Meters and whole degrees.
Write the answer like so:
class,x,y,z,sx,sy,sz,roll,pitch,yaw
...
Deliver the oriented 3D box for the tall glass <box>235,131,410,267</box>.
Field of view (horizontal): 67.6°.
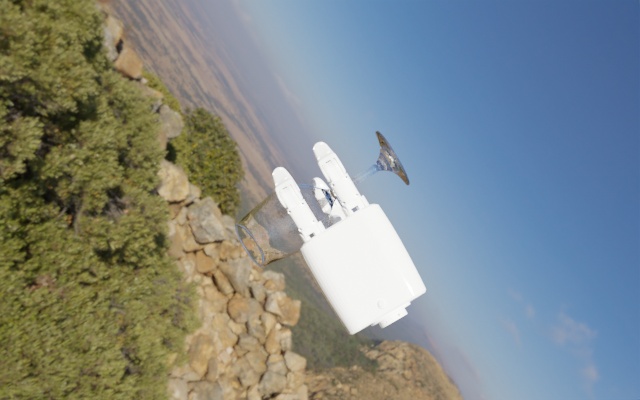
class,x,y,z,sx,sy,sz,roll,pitch,yaw
tall glass,0.001,0.001,0.564,0.201,0.079,0.079,-31,-2,3
